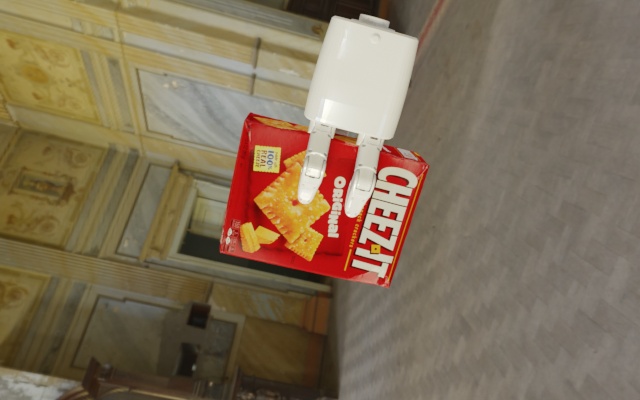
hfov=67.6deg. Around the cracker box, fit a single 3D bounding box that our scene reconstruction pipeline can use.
[{"bbox_3d":[0.000,0.002,0.571,0.214,0.164,0.072,13,17,-6],"label":"cracker box"}]
